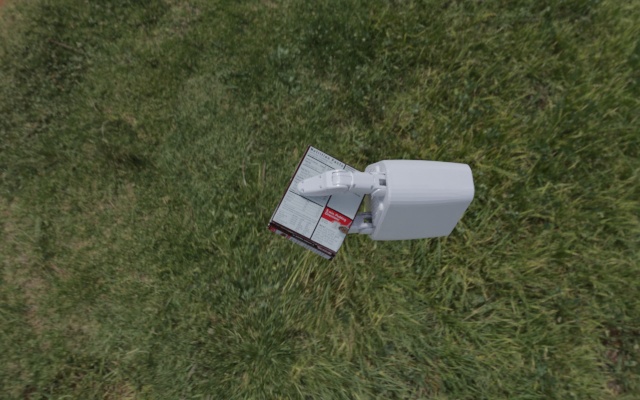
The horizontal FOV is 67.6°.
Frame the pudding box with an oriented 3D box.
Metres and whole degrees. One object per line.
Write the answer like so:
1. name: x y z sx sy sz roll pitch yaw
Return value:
1. pudding box: 0.000 0.002 0.574 0.090 0.113 0.039 27 -21 -2
